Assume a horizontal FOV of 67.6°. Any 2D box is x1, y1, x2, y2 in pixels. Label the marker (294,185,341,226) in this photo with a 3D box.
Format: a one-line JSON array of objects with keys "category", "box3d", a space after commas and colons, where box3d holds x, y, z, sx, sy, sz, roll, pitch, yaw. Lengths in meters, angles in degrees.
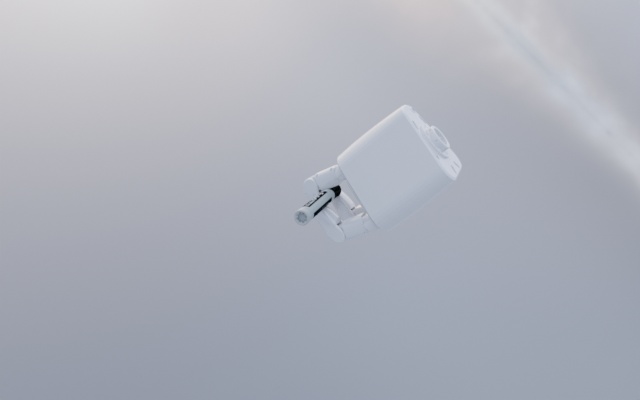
[{"category": "marker", "box3d": [0.000, 0.002, 0.590, 0.020, 0.020, 0.121, 0, 17, 22]}]
